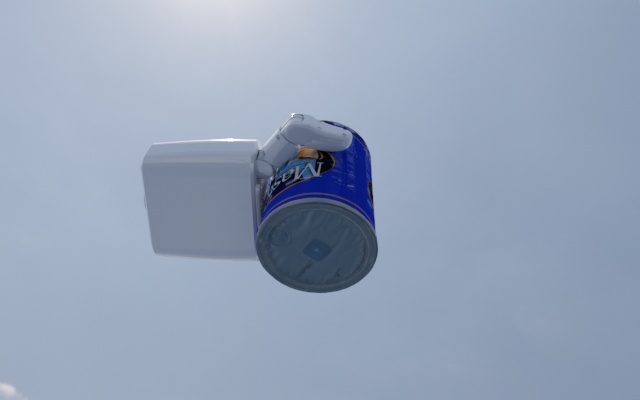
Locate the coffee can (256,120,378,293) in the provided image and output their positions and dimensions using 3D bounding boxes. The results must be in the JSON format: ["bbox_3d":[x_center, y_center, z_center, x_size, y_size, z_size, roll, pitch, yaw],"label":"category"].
[{"bbox_3d":[0.000,0.002,0.455,0.103,0.103,0.140,0,36,3],"label":"coffee can"}]
